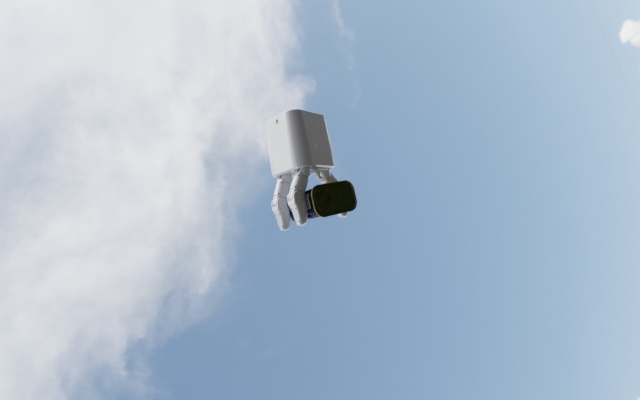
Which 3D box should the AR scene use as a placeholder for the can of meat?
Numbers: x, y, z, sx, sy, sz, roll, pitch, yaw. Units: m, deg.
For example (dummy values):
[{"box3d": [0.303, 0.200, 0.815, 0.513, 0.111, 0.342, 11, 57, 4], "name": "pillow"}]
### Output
[{"box3d": [0.000, 0.003, 0.868, 0.102, 0.057, 0.084, -12, -2, -41], "name": "can of meat"}]
